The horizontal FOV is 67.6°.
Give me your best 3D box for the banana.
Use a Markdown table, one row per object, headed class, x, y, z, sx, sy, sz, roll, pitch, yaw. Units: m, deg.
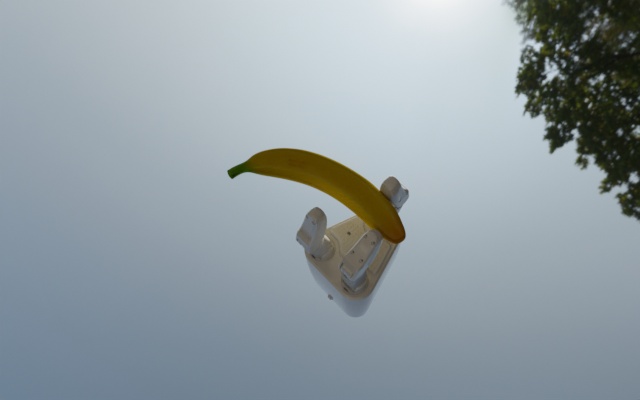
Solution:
| class | x | y | z | sx | sy | sz | roll | pitch | yaw |
| --- | --- | --- | --- | --- | --- | --- | --- | --- | --- |
| banana | 0.004 | -0.015 | 0.510 | 0.198 | 0.069 | 0.037 | 20 | -25 | 11 |
